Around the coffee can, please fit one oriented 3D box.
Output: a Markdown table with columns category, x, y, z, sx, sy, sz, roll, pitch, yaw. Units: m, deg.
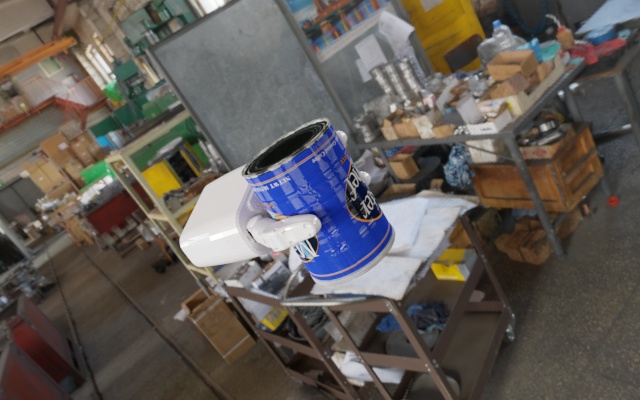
| category | x | y | z | sx | sy | sz | roll | pitch | yaw |
| --- | --- | --- | --- | --- | --- | --- | --- | --- | --- |
| coffee can | 0.000 | 0.002 | 0.493 | 0.103 | 0.140 | 0.102 | -28 | 20 | 11 |
